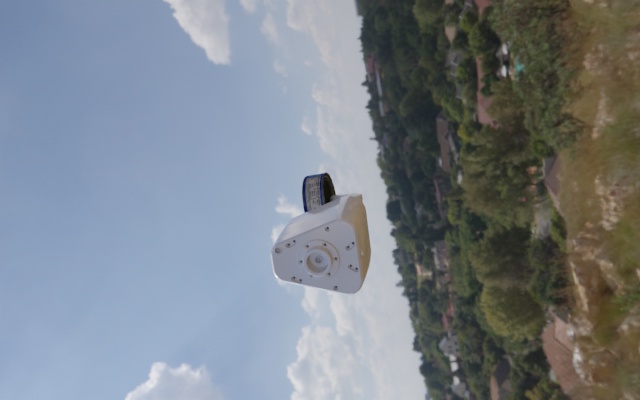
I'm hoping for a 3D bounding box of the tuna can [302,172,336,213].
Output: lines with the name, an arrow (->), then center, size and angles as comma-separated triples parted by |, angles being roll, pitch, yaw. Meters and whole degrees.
tuna can -> 0.000, 0.002, 0.719 | 0.034, 0.086, 0.086 | -8, -2, 14
